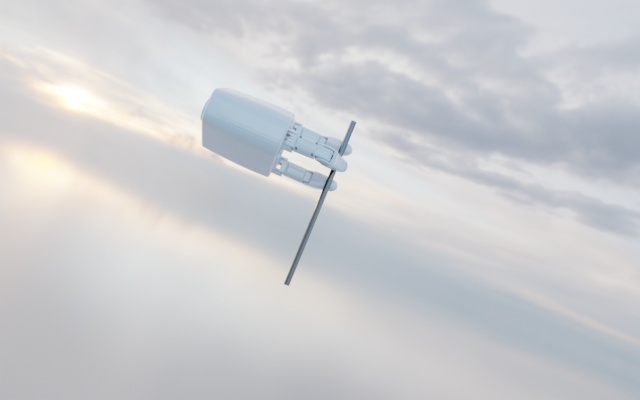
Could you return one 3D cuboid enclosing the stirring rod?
[{"bbox_3d":[0.000,0.002,0.648,0.011,0.239,0.011,22,-4,2],"label":"stirring rod"}]
